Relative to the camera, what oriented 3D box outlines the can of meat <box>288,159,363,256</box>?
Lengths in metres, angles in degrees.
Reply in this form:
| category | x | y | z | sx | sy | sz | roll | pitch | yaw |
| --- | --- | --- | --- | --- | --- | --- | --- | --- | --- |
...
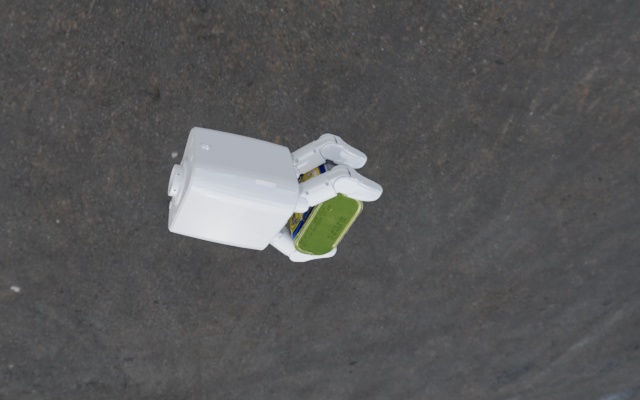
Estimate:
| category | x | y | z | sx | sy | sz | roll | pitch | yaw |
| --- | --- | --- | --- | --- | --- | --- | --- | --- | --- |
| can of meat | 0.000 | 0.002 | 0.554 | 0.057 | 0.102 | 0.084 | 15 | 34 | -26 |
